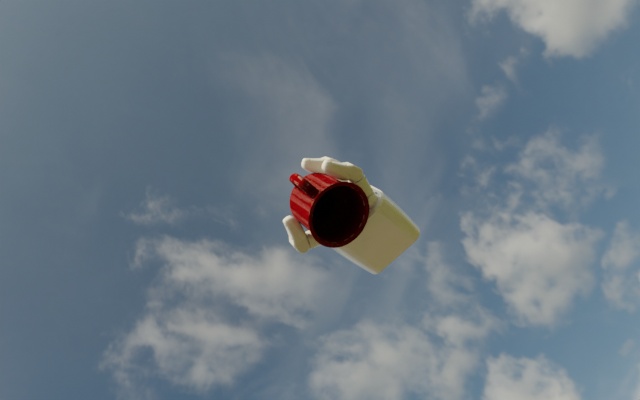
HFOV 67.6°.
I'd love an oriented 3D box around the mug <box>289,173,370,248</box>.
[{"bbox_3d":[-0.001,0.001,0.662,0.117,0.093,0.081,39,-3,-32],"label":"mug"}]
